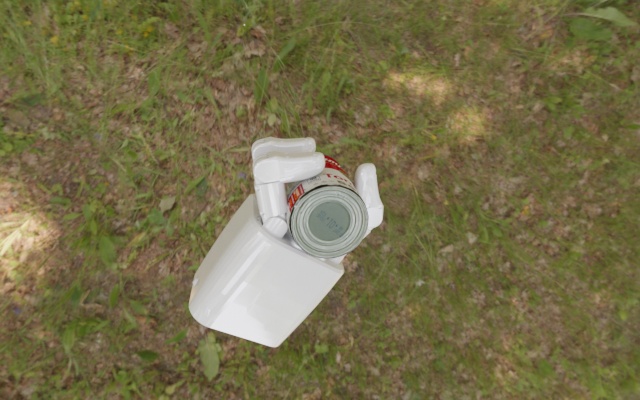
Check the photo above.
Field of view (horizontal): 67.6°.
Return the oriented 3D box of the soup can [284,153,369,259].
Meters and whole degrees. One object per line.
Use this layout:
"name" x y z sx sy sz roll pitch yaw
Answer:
"soup can" 0.001 0.001 0.436 0.068 0.068 0.102 0 20 -9
